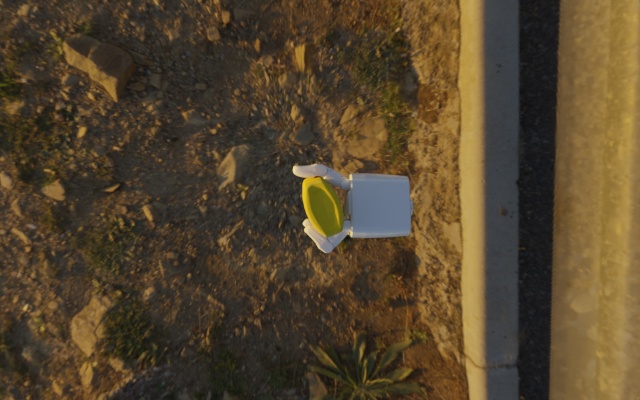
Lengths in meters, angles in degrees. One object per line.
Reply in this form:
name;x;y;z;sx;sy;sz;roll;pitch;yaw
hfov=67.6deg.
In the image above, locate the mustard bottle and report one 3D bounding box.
mustard bottle;0.000;0.003;0.855;0.058;0.096;0.191;-24;7;-1
